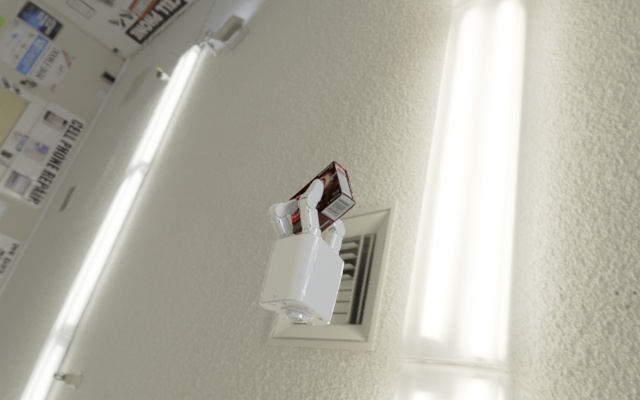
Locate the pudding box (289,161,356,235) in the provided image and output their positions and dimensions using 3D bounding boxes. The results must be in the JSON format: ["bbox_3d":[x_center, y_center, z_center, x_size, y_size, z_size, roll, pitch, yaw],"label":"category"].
[{"bbox_3d":[0.000,0.003,0.782,0.113,0.090,0.039,-39,-54,21],"label":"pudding box"}]
